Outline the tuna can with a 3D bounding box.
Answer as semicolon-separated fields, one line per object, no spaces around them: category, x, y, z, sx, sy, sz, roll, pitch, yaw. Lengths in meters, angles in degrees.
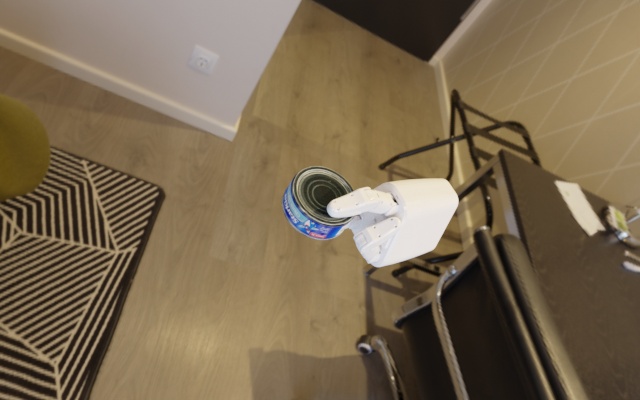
tuna can;0.000;0.002;0.564;0.086;0.086;0.034;0;-33;-28
